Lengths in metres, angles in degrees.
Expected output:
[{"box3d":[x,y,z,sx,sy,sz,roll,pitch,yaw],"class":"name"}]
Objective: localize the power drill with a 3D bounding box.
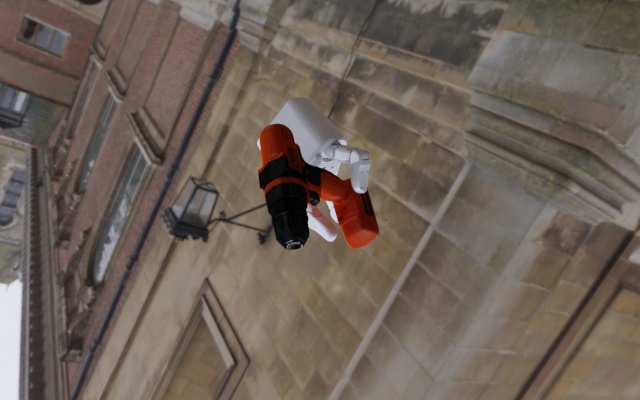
[{"box3d":[0.000,0.002,0.634,0.057,0.184,0.188,-32,-39,28],"class":"power drill"}]
